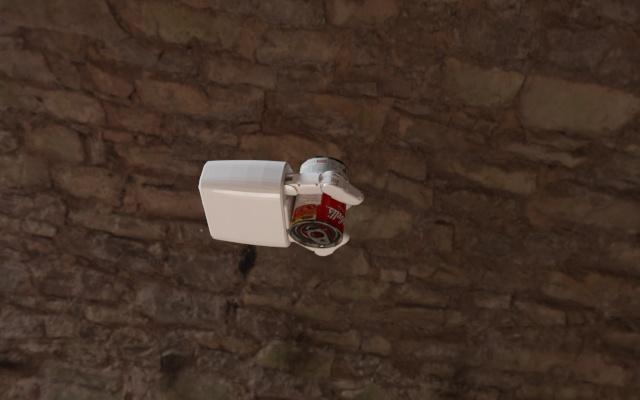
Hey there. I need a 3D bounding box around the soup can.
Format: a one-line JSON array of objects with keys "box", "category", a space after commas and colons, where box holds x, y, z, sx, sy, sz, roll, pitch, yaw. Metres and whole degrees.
[{"box": [0.001, 0.002, 0.618, 0.068, 0.102, 0.068, 6, -33, 4], "category": "soup can"}]
